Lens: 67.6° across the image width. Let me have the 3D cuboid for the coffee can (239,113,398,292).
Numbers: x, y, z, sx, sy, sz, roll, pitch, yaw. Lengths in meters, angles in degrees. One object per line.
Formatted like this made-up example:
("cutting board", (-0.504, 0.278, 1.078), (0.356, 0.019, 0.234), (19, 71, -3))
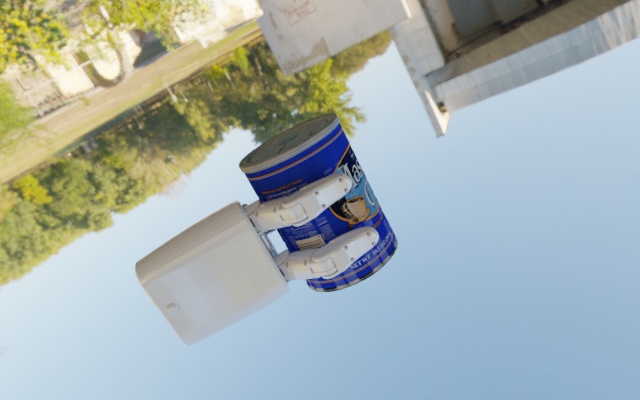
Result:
("coffee can", (0.000, 0.001, 0.463), (0.103, 0.140, 0.102), (-25, 18, 9))
